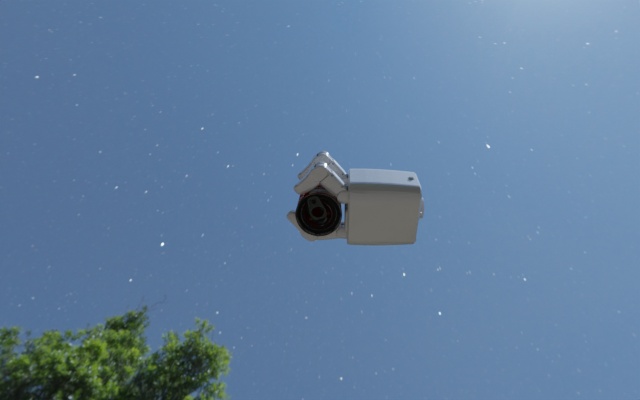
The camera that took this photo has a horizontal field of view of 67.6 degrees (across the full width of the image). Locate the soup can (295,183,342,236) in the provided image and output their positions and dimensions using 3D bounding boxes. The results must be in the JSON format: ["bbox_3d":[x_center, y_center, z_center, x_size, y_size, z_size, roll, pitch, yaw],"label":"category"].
[{"bbox_3d":[0.000,0.002,0.736,0.068,0.068,0.102,0,22,3],"label":"soup can"}]
